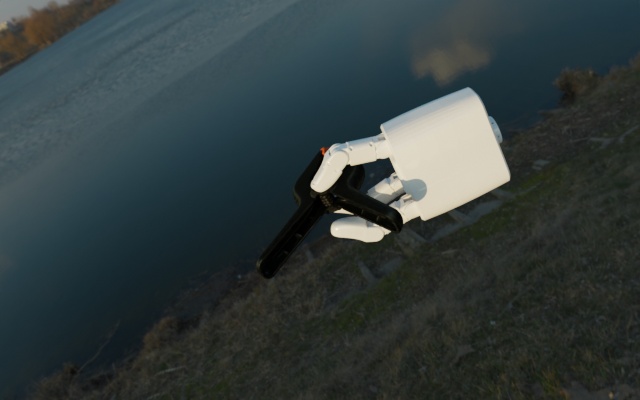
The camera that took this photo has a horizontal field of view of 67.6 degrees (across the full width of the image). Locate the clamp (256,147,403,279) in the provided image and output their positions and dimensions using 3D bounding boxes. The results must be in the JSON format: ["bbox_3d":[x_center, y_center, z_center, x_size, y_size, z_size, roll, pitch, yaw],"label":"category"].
[{"bbox_3d":[0.000,0.001,0.564,0.164,0.036,0.209,-24,31,10],"label":"clamp"}]
